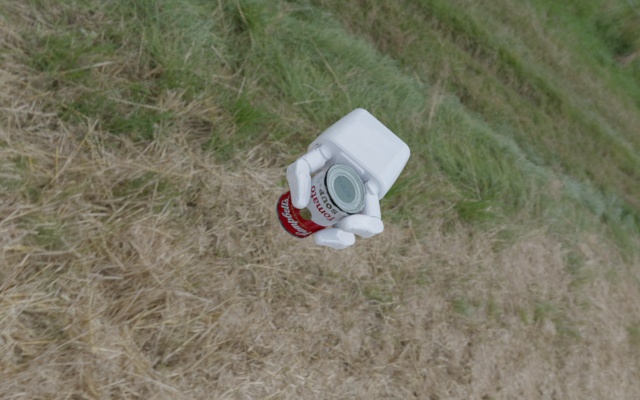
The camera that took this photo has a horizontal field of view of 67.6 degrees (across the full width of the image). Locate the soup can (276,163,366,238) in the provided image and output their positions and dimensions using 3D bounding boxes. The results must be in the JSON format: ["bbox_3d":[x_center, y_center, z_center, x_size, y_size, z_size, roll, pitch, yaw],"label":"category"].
[{"bbox_3d":[0.000,0.002,0.610,0.068,0.068,0.102,0,-20,-43],"label":"soup can"}]
